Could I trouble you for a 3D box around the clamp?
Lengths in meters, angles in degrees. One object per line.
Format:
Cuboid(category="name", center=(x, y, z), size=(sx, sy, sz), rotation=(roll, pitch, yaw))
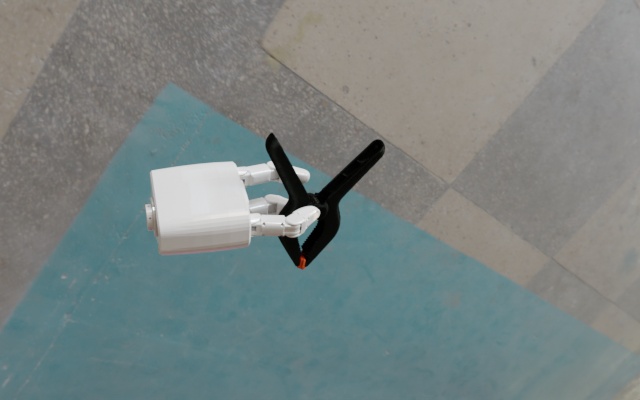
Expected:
Cuboid(category="clamp", center=(0.000, 0.003, 0.649), size=(0.164, 0.210, 0.036), rotation=(-6, 34, -21))
